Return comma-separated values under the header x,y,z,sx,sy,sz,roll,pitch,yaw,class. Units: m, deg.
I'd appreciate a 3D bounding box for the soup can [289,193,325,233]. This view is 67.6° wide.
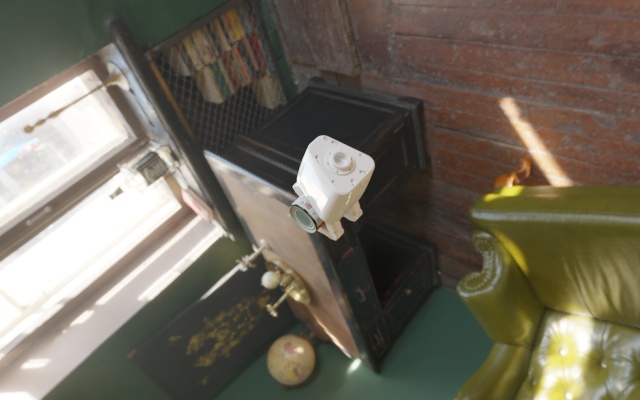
x,y,z,sx,sy,sz,roll,pitch,yaw,class
0.000,0.003,0.880,0.102,0.068,0.068,-44,23,-26,soup can
